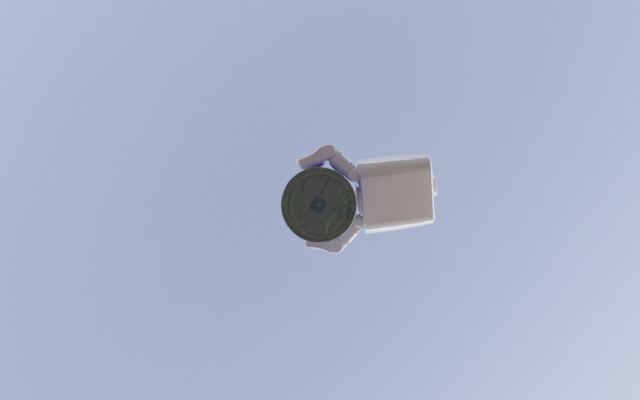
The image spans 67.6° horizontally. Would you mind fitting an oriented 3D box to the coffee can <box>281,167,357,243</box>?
[{"bbox_3d":[0.000,0.002,0.708,0.103,0.103,0.140,0,3,2],"label":"coffee can"}]
